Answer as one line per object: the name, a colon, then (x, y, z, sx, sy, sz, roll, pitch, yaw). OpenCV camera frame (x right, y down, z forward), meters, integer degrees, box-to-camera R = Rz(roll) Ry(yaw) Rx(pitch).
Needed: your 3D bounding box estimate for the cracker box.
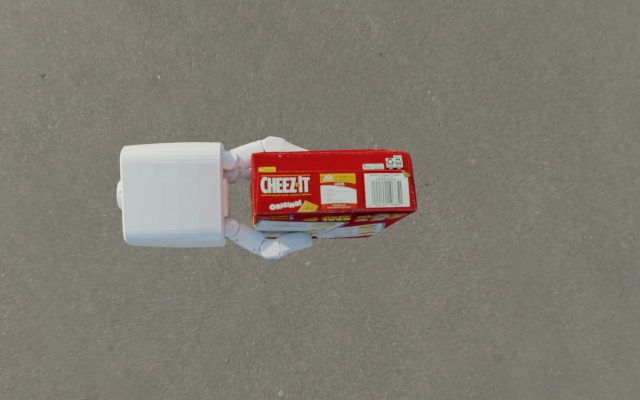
cracker box: (0.000, 0.002, 0.566, 0.164, 0.072, 0.214, -2, -11, -8)
